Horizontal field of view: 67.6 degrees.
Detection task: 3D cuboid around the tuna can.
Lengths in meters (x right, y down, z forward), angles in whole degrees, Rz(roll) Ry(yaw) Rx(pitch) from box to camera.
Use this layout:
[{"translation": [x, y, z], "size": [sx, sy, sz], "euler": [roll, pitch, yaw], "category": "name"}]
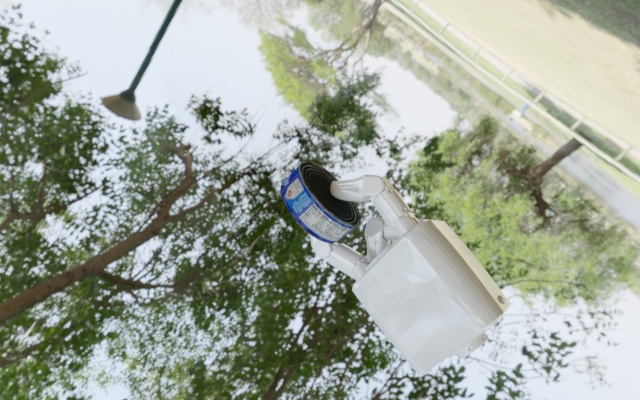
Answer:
[{"translation": [0.000, 0.002, 0.490], "size": [0.034, 0.086, 0.086], "euler": [-42, -19, 21], "category": "tuna can"}]
